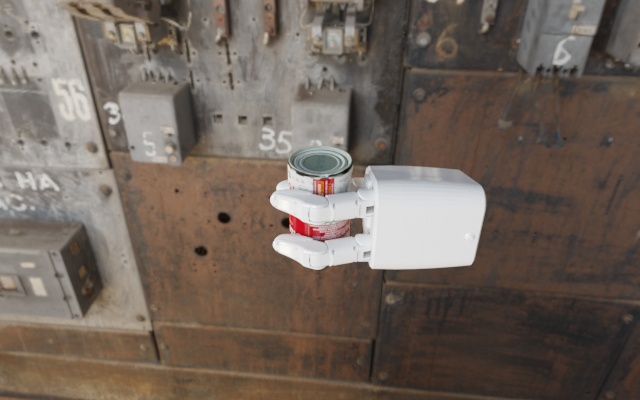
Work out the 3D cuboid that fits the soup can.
[{"bbox_3d":[0.000,0.001,0.507,0.068,0.102,0.068,0,32,0],"label":"soup can"}]
